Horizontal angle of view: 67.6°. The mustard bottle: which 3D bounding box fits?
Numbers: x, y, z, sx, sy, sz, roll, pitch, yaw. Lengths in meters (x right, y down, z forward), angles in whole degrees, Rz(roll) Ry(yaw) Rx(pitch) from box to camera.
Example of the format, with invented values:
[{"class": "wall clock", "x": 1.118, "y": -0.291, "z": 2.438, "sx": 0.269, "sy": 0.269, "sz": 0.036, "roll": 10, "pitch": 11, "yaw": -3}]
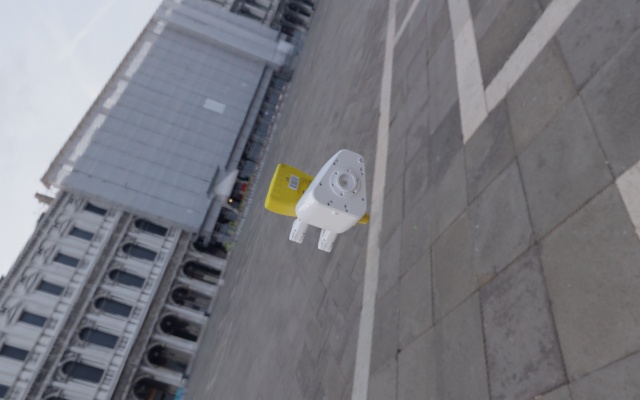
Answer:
[{"class": "mustard bottle", "x": 0.000, "y": 0.003, "z": 0.877, "sx": 0.191, "sy": 0.096, "sz": 0.058, "roll": 20, "pitch": -44, "yaw": -9}]
